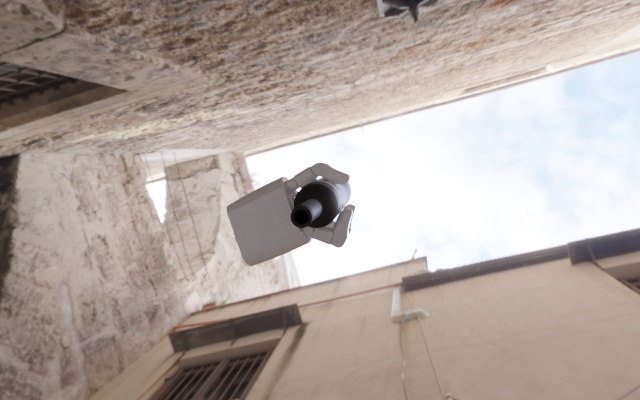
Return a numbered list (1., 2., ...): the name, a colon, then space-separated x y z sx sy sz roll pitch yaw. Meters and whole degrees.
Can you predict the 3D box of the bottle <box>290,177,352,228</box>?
1. bottle: 0.000 0.002 0.729 0.069 0.069 0.295 0 7 9
